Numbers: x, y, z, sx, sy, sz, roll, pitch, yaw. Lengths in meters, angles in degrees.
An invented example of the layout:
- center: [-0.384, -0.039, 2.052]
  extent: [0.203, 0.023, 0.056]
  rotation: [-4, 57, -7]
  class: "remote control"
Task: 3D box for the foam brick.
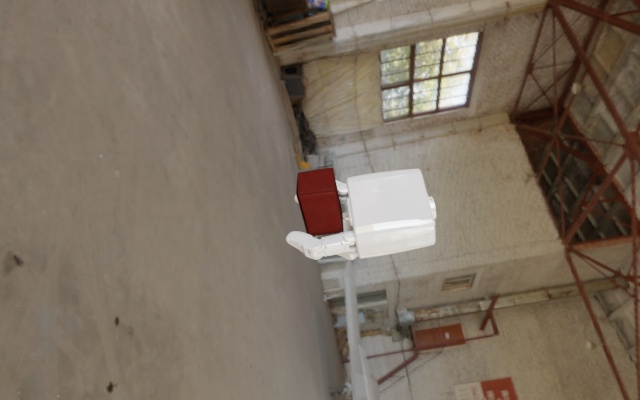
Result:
- center: [0.000, 0.002, 0.652]
  extent: [0.051, 0.078, 0.053]
  rotation: [-8, 40, 6]
  class: "foam brick"
